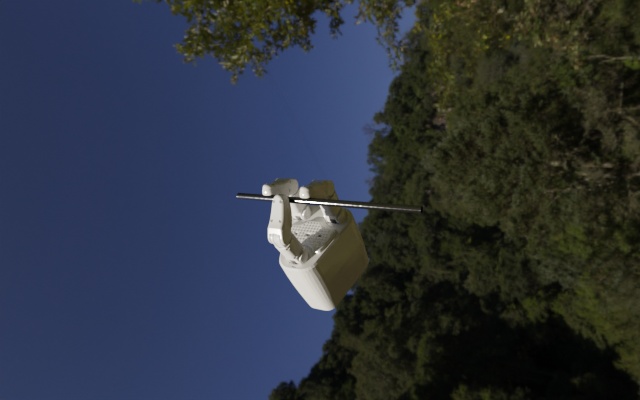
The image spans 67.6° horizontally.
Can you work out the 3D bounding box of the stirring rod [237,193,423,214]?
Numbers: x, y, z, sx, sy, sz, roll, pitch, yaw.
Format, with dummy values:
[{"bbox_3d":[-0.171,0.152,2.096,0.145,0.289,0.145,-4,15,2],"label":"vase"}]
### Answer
[{"bbox_3d":[0.000,0.002,0.553,0.239,0.011,0.011,4,2,29],"label":"stirring rod"}]
